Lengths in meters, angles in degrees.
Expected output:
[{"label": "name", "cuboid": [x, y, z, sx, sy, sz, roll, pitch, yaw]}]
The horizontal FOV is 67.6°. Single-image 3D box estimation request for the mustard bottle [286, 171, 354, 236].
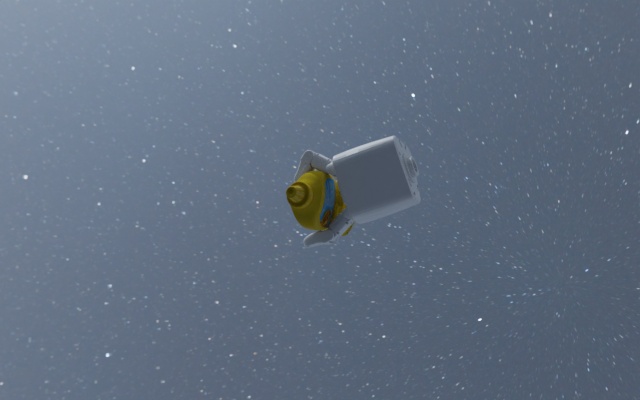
[{"label": "mustard bottle", "cuboid": [0.000, 0.003, 0.786, 0.058, 0.096, 0.192, 8, -5, 28]}]
